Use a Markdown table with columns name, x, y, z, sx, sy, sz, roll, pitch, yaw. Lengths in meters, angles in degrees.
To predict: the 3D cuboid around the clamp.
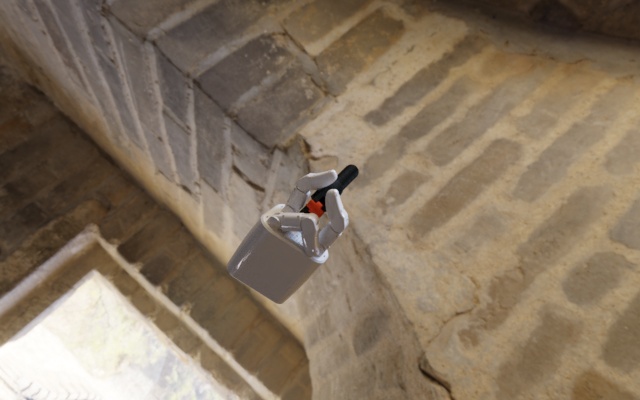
| name | x | y | z | sx | sy | sz | roll | pitch | yaw |
| --- | --- | --- | --- | --- | --- | --- | --- | --- | --- |
| clamp | 0.001 | 0.003 | 0.757 | 0.039 | 0.120 | 0.171 | 42 | 24 | 4 |
